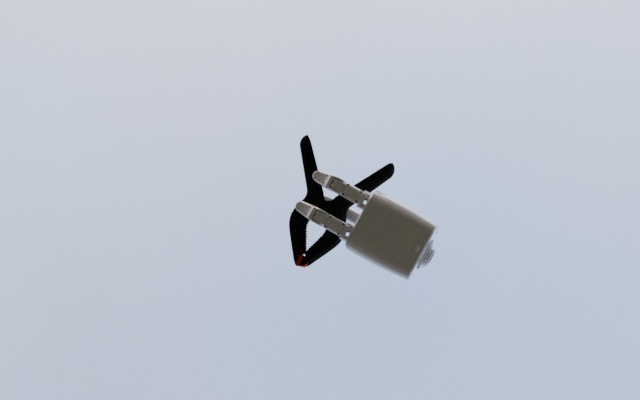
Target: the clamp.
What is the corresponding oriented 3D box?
[{"bbox_3d":[0.000,0.003,0.760,0.164,0.210,0.036,28,-2,22],"label":"clamp"}]
